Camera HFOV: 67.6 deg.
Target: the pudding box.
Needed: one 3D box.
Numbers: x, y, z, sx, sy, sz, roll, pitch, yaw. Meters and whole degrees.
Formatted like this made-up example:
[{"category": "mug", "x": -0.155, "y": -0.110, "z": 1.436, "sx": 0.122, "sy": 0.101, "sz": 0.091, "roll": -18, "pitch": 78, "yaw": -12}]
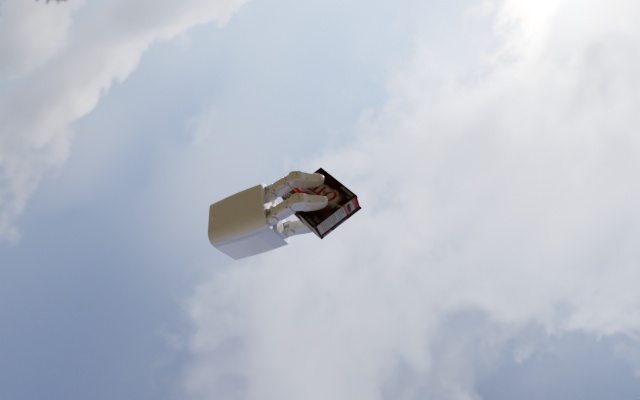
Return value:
[{"category": "pudding box", "x": 0.000, "y": 0.003, "z": 0.802, "sx": 0.090, "sy": 0.039, "sz": 0.113, "roll": -38, "pitch": 46, "yaw": -11}]
